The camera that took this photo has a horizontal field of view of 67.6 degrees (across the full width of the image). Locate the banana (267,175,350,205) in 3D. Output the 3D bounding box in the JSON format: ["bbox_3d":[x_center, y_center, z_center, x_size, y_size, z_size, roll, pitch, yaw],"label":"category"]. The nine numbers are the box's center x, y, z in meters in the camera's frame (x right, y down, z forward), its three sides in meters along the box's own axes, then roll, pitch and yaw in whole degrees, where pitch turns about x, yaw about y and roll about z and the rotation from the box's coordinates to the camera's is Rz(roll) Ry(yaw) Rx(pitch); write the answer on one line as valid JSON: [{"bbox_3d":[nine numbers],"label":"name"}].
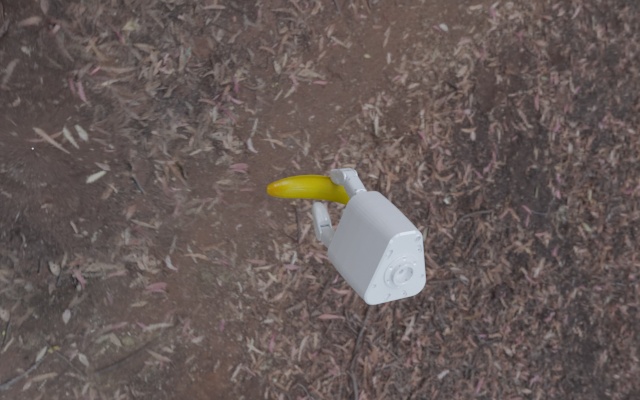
[{"bbox_3d":[0.013,-0.008,0.748,0.198,0.037,0.070,16,-49,-35],"label":"banana"}]
